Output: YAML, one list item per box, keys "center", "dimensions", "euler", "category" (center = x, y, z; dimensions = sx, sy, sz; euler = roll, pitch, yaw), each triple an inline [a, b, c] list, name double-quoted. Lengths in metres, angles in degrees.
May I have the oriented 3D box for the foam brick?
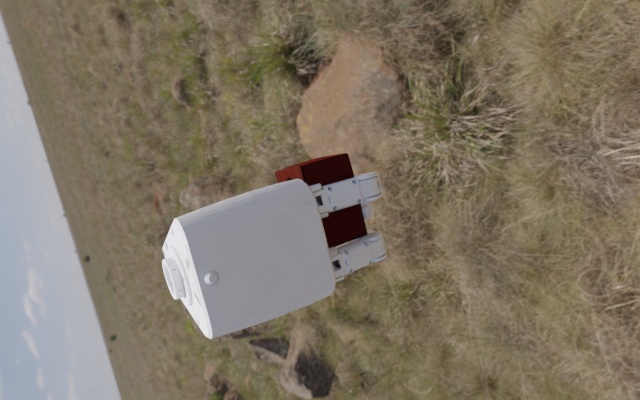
- center: [0.000, 0.001, 0.430]
  dimensions: [0.051, 0.078, 0.053]
  euler: [-17, 6, -28]
  category: "foam brick"
